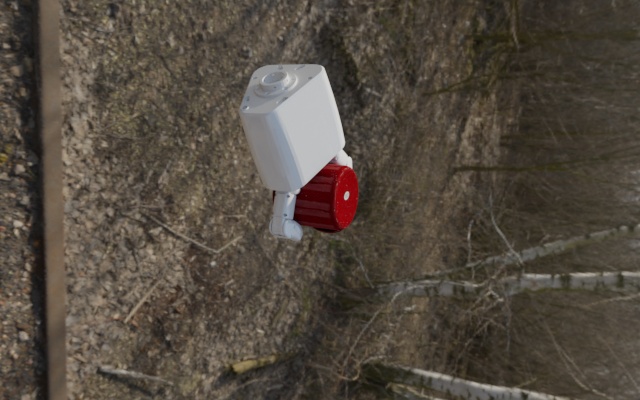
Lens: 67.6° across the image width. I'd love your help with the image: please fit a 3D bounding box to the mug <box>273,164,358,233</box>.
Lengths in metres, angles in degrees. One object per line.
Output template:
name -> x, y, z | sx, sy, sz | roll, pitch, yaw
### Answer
mug -> 0.001, 0.003, 0.617 | 0.081, 0.117, 0.093 | 6, 47, 25
